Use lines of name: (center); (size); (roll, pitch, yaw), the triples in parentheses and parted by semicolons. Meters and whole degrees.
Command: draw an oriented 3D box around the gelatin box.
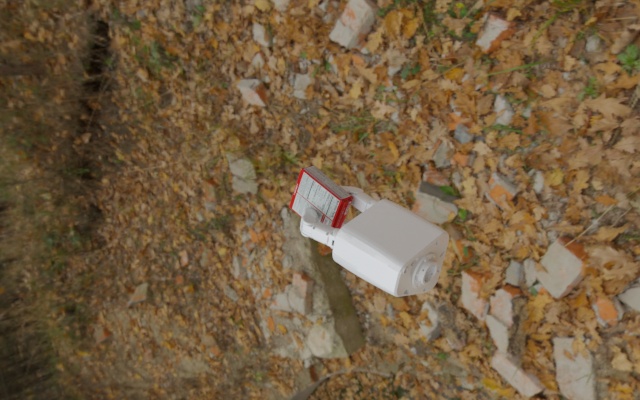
gelatin box: (0.000, 0.002, 0.705); (0.089, 0.073, 0.030); (39, 38, 27)
